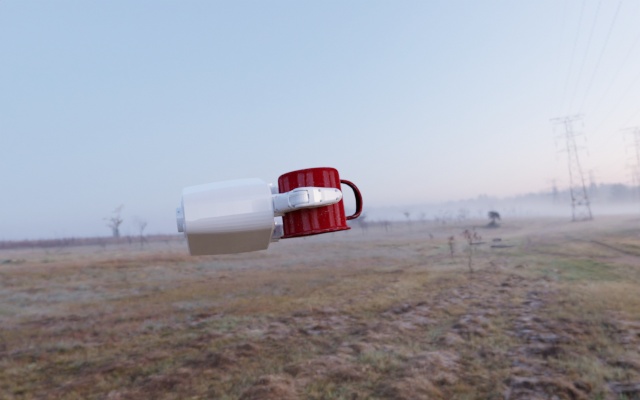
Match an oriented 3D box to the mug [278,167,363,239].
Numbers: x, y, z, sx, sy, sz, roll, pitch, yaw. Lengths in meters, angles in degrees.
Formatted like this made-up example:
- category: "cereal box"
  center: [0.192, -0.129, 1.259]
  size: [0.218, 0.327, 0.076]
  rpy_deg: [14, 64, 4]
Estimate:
- category: "mug"
  center: [0.001, 0.002, 0.623]
  size: [0.117, 0.081, 0.093]
  rpy_deg: [-6, -5, -16]
